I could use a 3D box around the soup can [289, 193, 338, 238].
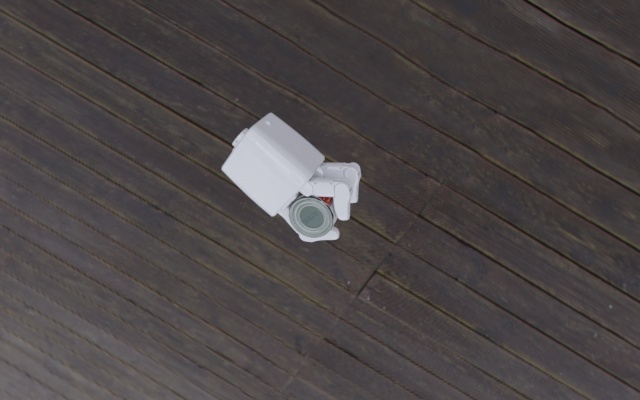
[{"bbox_3d":[0.000,0.003,0.711,0.068,0.068,0.102,0,26,18],"label":"soup can"}]
